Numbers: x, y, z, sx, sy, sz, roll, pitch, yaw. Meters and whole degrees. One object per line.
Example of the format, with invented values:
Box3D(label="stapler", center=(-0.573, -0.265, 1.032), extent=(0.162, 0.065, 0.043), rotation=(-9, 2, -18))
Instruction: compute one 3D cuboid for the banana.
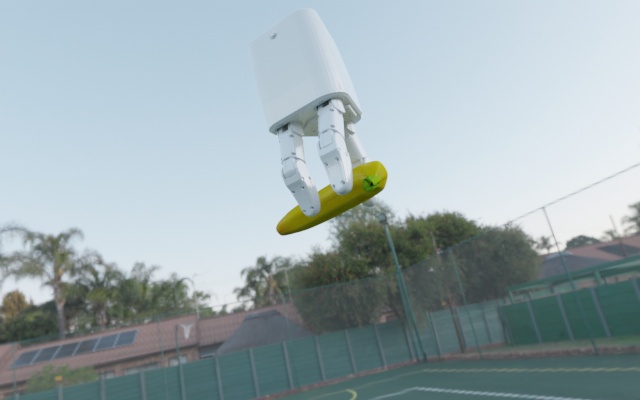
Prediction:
Box3D(label="banana", center=(0.016, -0.004, 0.530), extent=(0.069, 0.037, 0.198), rotation=(-17, -9, -34))
